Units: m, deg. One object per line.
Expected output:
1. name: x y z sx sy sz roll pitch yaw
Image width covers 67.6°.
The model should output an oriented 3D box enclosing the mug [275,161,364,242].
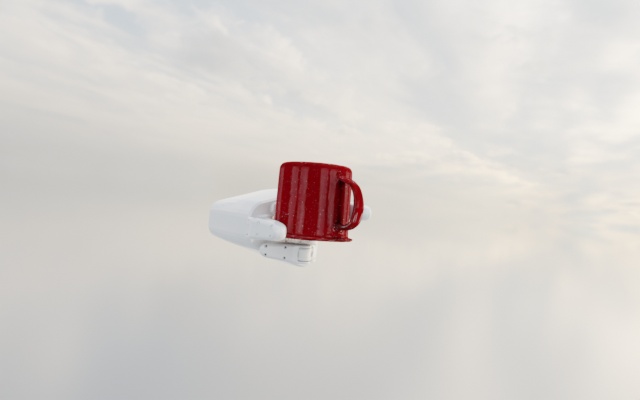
1. mug: 0.001 0.002 0.520 0.093 0.081 0.117 6 -1 -41
